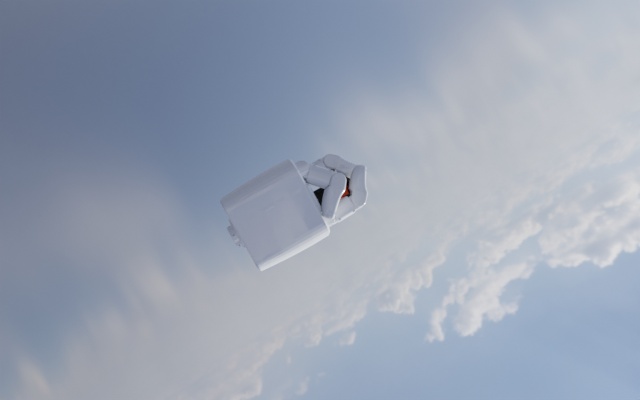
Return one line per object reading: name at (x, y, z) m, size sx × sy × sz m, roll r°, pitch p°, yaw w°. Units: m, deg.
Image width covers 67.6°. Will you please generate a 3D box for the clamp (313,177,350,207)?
clamp at (0.001, 0.003, 0.723) m, size 0.120 × 0.039 × 0.171 m, roll -29°, pitch -8°, yaw -9°
